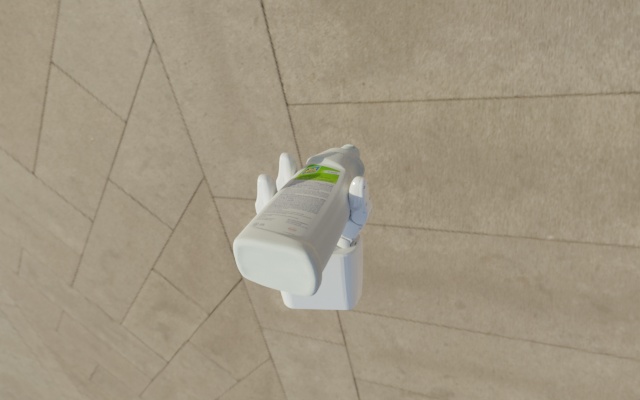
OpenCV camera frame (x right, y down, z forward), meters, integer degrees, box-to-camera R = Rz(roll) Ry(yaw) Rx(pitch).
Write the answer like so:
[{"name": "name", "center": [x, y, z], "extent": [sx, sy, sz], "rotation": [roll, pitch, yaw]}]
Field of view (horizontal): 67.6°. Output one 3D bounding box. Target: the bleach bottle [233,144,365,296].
[{"name": "bleach bottle", "center": [0.000, 0.002, 0.582], "extent": [0.102, 0.068, 0.250], "rotation": [10, 37, 22]}]
